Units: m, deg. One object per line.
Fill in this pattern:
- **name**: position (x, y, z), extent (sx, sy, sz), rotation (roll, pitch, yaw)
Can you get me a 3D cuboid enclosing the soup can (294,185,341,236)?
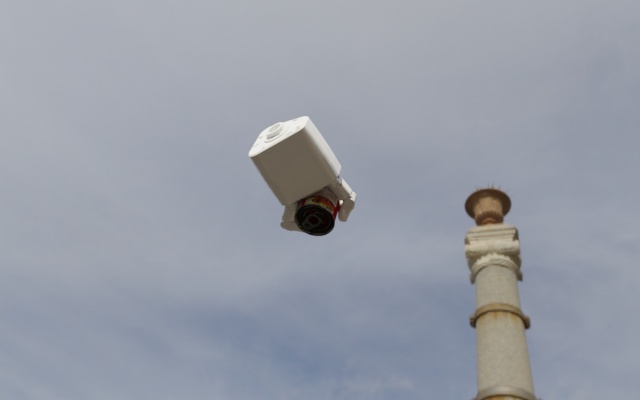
- **soup can**: position (0.001, 0.003, 0.819), extent (0.068, 0.069, 0.102), rotation (0, 37, 15)
